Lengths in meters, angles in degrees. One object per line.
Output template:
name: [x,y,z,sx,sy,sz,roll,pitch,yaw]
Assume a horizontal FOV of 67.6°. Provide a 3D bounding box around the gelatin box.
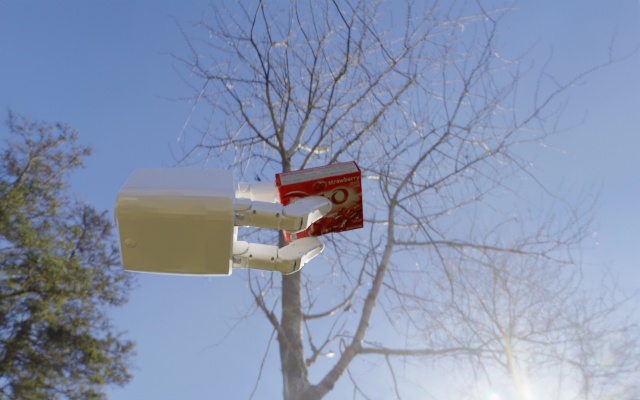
gelatin box: [0.000,0.001,0.512,0.089,0.073,0.030,-10,33,-7]
